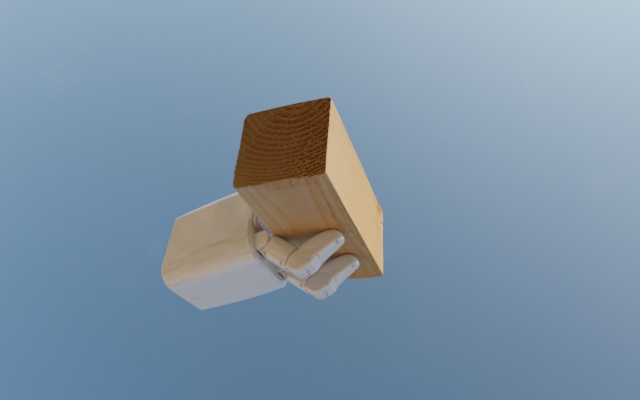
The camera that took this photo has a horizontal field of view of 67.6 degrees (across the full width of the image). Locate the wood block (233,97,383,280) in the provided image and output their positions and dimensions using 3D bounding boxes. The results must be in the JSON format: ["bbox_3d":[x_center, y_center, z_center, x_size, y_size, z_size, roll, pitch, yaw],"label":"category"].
[{"bbox_3d":[0.000,0.002,0.506,0.090,0.090,0.206,-8,-35,17],"label":"wood block"}]
